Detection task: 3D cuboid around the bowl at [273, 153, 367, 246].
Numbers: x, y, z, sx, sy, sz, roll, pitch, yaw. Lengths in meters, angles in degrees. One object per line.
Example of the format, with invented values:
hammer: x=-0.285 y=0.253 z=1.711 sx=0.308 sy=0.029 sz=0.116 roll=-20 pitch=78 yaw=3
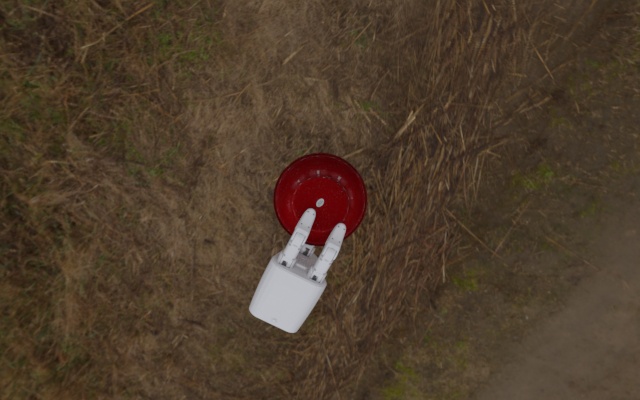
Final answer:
bowl: x=0.000 y=0.001 z=0.791 sx=0.162 sy=0.162 sz=0.055 roll=0 pitch=7 yaw=-1
